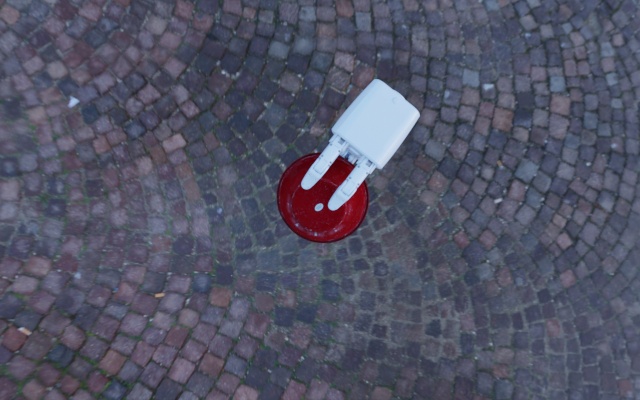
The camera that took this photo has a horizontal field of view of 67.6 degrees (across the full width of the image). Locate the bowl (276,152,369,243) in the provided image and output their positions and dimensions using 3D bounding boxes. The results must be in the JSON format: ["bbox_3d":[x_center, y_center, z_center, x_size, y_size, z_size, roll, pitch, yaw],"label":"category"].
[{"bbox_3d":[0.000,0.004,0.800,0.162,0.162,0.055,0,13,7],"label":"bowl"}]
